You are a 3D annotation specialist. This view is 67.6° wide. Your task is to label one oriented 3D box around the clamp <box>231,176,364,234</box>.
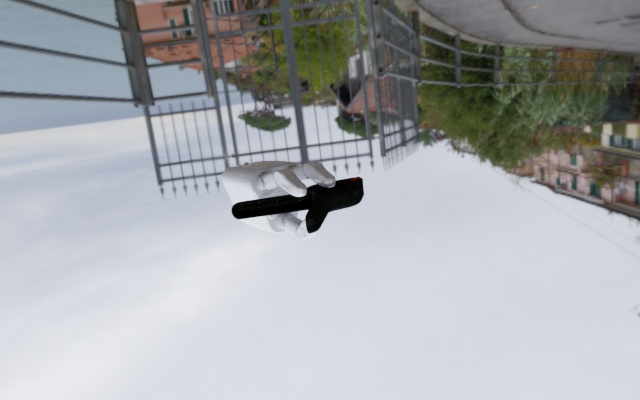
[{"bbox_3d":[0.000,0.003,0.692,0.210,0.036,0.164,-17,19,-37],"label":"clamp"}]
